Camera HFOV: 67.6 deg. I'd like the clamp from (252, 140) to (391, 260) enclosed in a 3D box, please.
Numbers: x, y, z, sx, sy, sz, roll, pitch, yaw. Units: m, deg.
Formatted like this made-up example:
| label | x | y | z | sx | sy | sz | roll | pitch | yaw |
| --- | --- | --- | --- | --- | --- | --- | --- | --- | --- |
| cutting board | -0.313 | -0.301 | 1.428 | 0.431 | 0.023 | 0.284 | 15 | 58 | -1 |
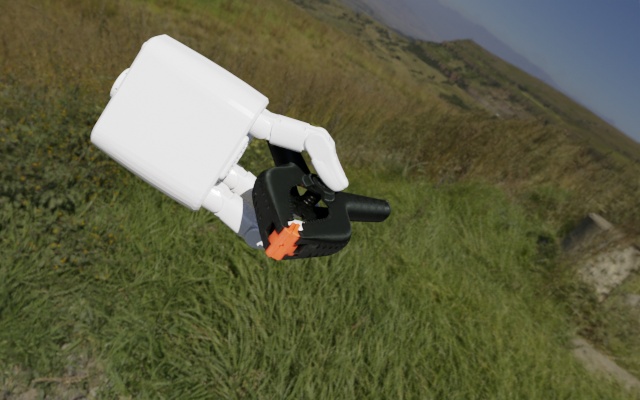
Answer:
| label | x | y | z | sx | sy | sz | roll | pitch | yaw |
| --- | --- | --- | --- | --- | --- | --- | --- | --- | --- |
| clamp | 0.000 | 0.001 | 0.437 | 0.164 | 0.036 | 0.210 | 34 | 23 | -10 |
